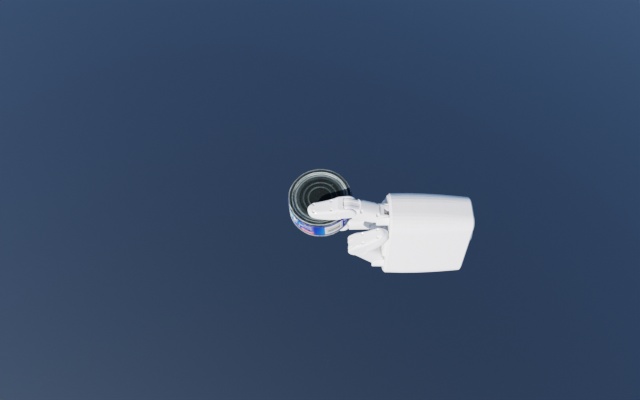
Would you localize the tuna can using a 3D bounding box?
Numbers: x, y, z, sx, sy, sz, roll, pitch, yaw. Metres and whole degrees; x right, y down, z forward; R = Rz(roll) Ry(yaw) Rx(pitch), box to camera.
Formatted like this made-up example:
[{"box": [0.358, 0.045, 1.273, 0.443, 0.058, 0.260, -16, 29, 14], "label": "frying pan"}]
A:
[{"box": [0.000, 0.002, 0.632, 0.086, 0.086, 0.034, 0, -26, 3], "label": "tuna can"}]
